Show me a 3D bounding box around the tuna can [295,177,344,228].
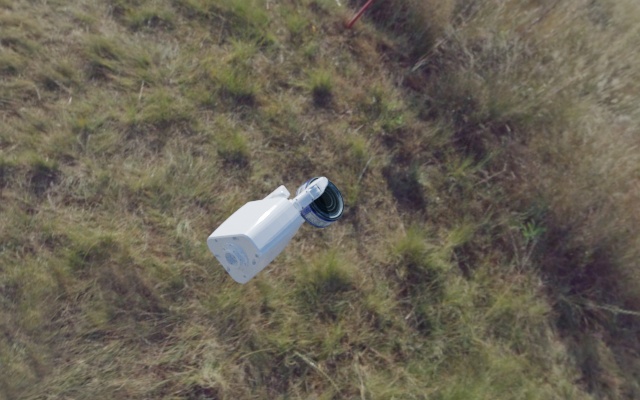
[{"bbox_3d":[0.001,0.002,0.835,0.086,0.086,0.034,0,-25,-42],"label":"tuna can"}]
